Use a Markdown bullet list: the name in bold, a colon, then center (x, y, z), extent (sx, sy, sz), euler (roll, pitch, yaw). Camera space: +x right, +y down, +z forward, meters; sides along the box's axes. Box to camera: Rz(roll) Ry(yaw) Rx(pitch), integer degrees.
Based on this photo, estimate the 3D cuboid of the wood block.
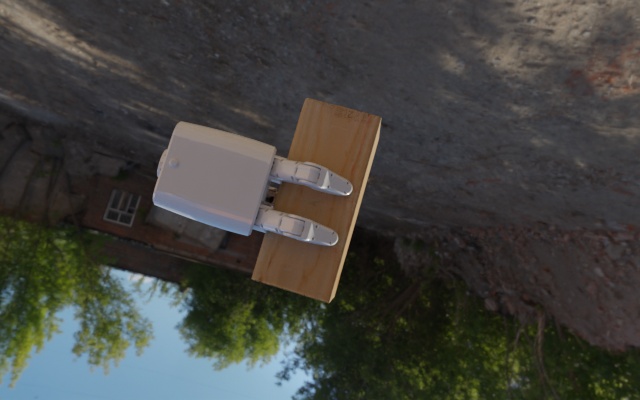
- **wood block**: center (0.000, 0.002, 0.552), extent (0.090, 0.206, 0.091), euler (16, -5, 6)
